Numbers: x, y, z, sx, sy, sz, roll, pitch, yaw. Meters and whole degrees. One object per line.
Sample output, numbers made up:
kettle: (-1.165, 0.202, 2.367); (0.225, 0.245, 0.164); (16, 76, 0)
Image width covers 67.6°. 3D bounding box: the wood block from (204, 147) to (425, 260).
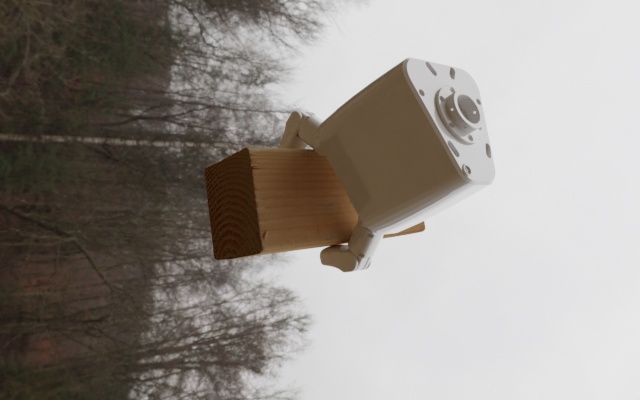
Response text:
wood block: (0.000, 0.002, 0.483); (0.206, 0.091, 0.090); (-3, -8, -39)
